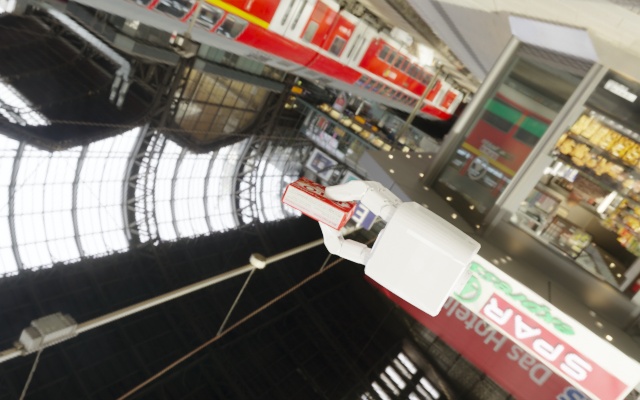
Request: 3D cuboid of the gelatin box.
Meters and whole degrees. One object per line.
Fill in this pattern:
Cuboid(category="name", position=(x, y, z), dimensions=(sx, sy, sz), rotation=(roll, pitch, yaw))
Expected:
Cuboid(category="gelatin box", position=(0.000, 0.002, 0.647), dimensions=(0.089, 0.030, 0.073), rotation=(26, 15, 8))
